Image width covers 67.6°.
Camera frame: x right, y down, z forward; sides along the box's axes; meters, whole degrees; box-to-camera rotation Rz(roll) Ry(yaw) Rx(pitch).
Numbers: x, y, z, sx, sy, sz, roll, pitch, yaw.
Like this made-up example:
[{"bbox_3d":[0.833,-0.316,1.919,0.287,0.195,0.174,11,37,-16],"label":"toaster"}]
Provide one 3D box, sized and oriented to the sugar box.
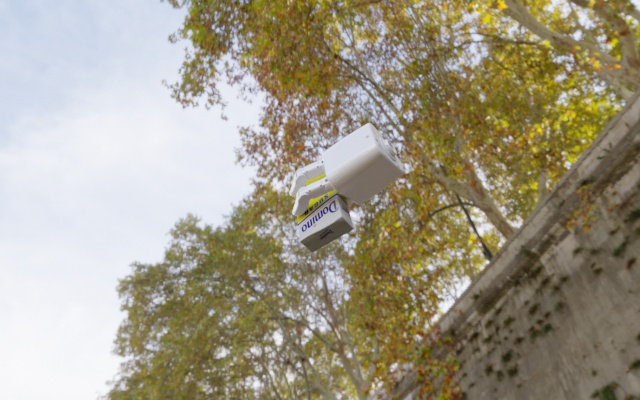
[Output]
[{"bbox_3d":[0.000,0.002,0.894,0.093,0.176,0.048,-31,-53,18],"label":"sugar box"}]
